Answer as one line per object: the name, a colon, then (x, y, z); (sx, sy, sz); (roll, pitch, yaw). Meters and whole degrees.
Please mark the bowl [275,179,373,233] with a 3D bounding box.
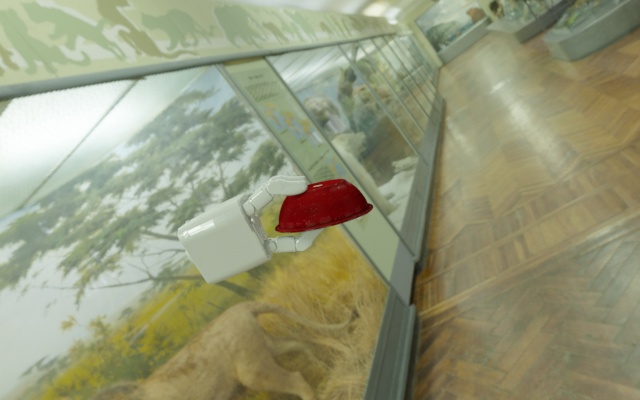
bowl: (0.001, 0.002, 0.760); (0.162, 0.055, 0.162); (-13, 8, 2)
